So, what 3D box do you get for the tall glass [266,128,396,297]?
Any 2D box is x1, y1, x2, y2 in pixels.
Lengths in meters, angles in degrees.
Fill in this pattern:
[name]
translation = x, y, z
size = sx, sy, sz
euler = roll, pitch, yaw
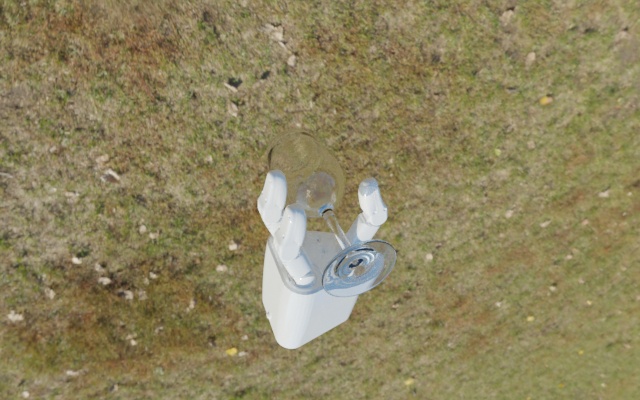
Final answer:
[tall glass]
translation = 0.000, 0.002, 0.502
size = 0.079, 0.079, 0.201
euler = 0, 39, -27
